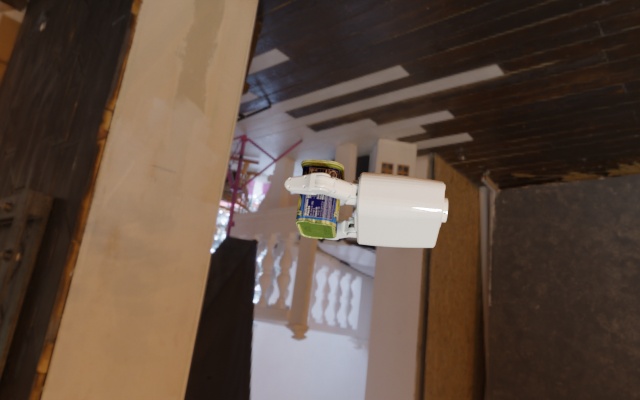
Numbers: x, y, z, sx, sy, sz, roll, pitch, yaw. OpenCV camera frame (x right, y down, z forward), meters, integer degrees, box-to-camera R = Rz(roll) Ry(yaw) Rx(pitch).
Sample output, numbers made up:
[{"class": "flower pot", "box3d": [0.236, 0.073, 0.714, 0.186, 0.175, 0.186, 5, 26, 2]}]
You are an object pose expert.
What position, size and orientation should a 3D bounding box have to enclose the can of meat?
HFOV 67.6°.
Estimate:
[{"class": "can of meat", "box3d": [0.000, 0.002, 0.647, 0.057, 0.084, 0.102, 5, -16, 5]}]
